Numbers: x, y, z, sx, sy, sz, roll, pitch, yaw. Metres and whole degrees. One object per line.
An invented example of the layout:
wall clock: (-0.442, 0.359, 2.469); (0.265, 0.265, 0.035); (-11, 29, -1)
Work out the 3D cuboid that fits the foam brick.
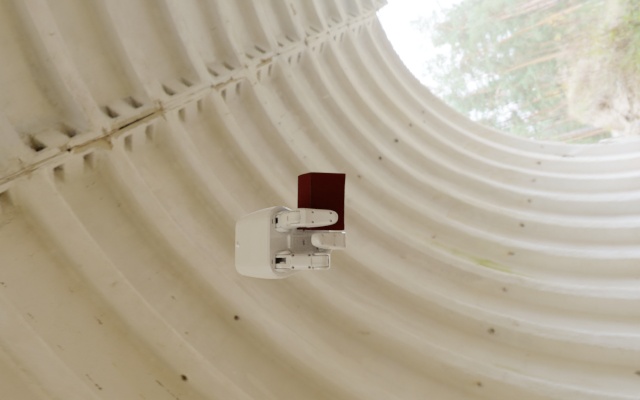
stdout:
foam brick: (0.000, 0.002, 0.650); (0.053, 0.078, 0.051); (3, -3, -22)
